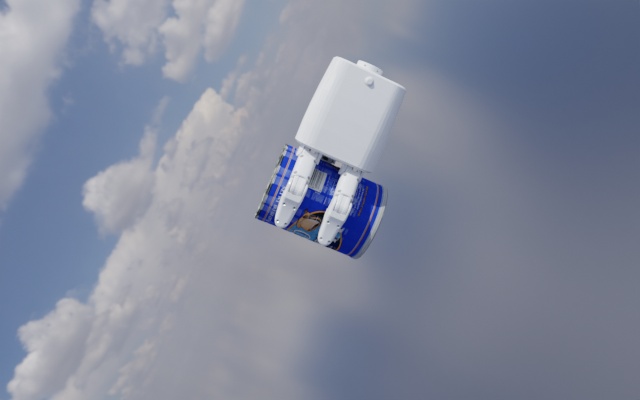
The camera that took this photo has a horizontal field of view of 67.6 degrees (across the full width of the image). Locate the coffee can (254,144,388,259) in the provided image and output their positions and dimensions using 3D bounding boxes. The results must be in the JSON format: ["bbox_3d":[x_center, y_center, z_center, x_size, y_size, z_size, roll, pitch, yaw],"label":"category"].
[{"bbox_3d":[0.000,0.002,0.609,0.140,0.103,0.103,23,-3,-8],"label":"coffee can"}]
